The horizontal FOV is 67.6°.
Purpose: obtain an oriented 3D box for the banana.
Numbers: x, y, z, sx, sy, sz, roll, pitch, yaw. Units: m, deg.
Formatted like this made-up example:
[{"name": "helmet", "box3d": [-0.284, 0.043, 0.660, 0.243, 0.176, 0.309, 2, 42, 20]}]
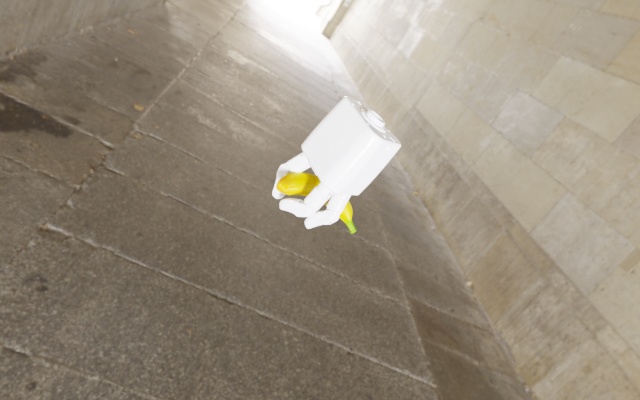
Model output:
[{"name": "banana", "box3d": [-0.002, -0.010, 0.800, 0.037, 0.069, 0.198, -39, -45, 23]}]
